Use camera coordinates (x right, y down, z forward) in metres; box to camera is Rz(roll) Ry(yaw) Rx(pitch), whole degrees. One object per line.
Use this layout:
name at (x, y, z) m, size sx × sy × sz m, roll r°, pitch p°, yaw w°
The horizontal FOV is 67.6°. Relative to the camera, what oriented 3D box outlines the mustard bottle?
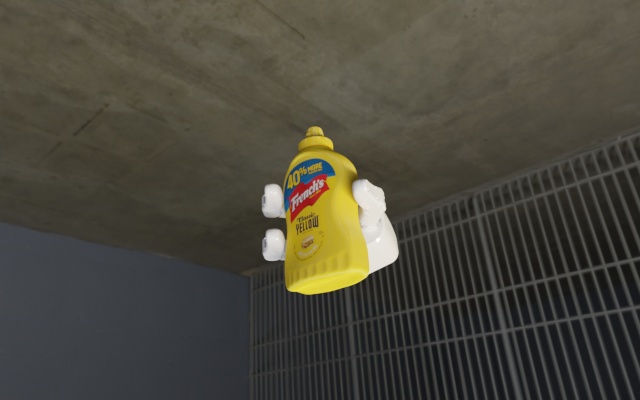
mustard bottle at (0.000, 0.002, 0.537) m, size 0.096 × 0.191 × 0.058 m, roll -25°, pitch -32°, yaw 37°
